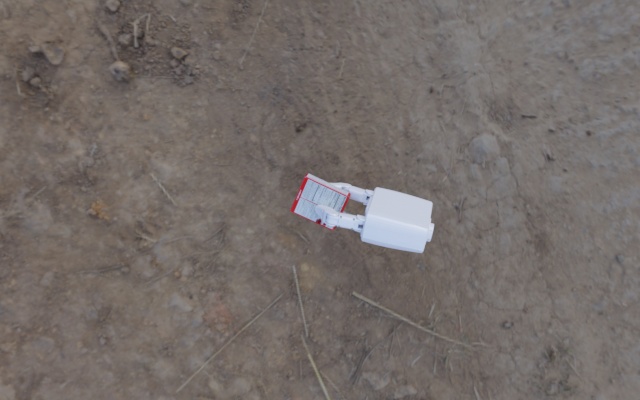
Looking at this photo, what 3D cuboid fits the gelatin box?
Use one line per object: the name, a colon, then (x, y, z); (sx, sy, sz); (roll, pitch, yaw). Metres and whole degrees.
gelatin box: (0.000, 0.003, 0.861); (0.089, 0.073, 0.030); (24, 20, 2)
